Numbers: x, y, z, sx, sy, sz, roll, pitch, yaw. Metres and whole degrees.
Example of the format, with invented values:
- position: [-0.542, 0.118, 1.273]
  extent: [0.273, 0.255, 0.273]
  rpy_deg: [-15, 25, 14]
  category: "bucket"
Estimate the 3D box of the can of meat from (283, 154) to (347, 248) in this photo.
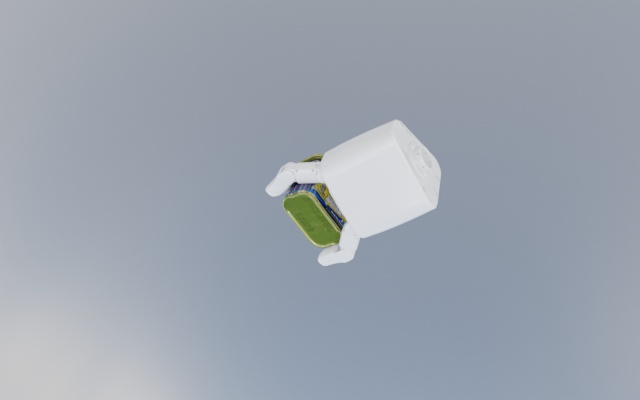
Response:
- position: [0.000, 0.002, 0.656]
  extent: [0.057, 0.102, 0.084]
  rpy_deg: [-21, 30, 32]
  category: "can of meat"
